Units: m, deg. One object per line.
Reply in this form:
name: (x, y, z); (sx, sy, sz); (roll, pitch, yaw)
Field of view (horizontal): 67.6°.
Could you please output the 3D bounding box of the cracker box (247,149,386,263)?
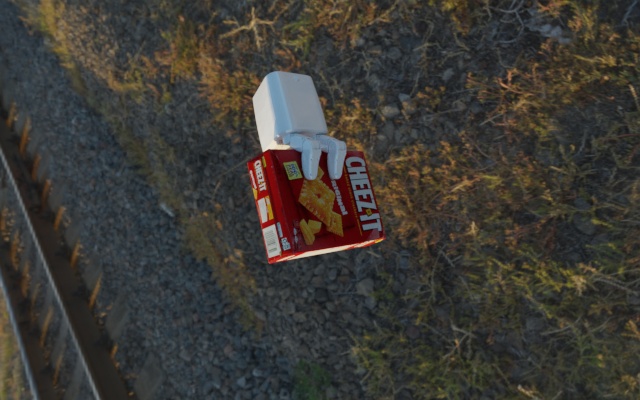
cracker box: (0.000, 0.003, 0.779); (0.213, 0.164, 0.072); (-4, -13, -43)
